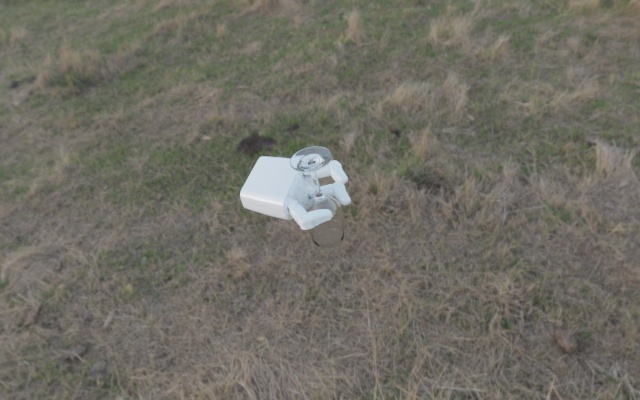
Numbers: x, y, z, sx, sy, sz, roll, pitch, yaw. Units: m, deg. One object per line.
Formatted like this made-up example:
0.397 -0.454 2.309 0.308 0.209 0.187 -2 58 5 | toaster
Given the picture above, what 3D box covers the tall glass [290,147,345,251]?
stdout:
0.000 0.002 0.888 0.079 0.201 0.079 -8 39 6 | tall glass
